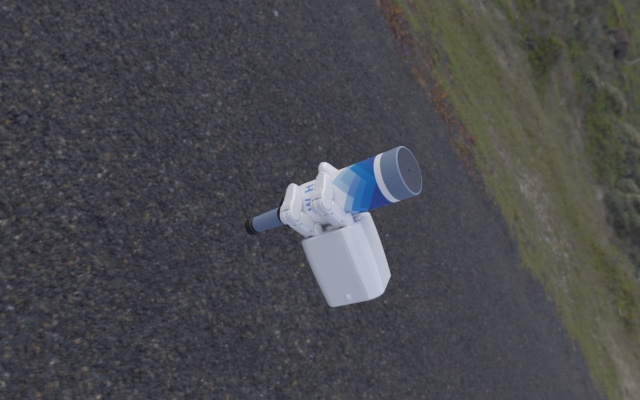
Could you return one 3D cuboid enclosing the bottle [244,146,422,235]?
[{"bbox_3d":[0.000,0.002,0.695,0.296,0.069,0.069,-20,-11,34],"label":"bottle"}]
